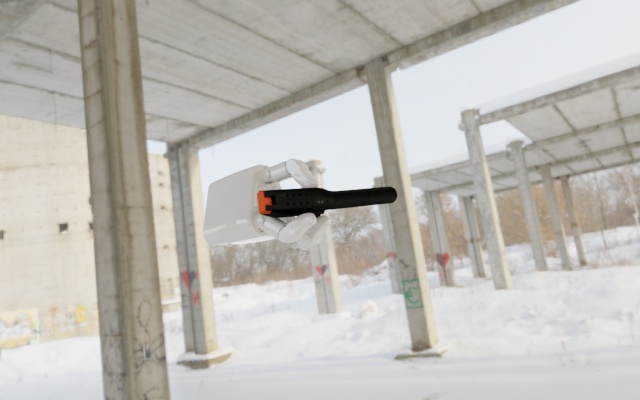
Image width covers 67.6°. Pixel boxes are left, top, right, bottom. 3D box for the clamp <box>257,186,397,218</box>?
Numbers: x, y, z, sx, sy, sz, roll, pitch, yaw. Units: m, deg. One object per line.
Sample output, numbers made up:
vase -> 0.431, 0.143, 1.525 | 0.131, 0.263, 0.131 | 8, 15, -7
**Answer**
clamp -> -0.001, 0.001, 0.674 | 0.164, 0.036, 0.210 | -15, -12, 33
